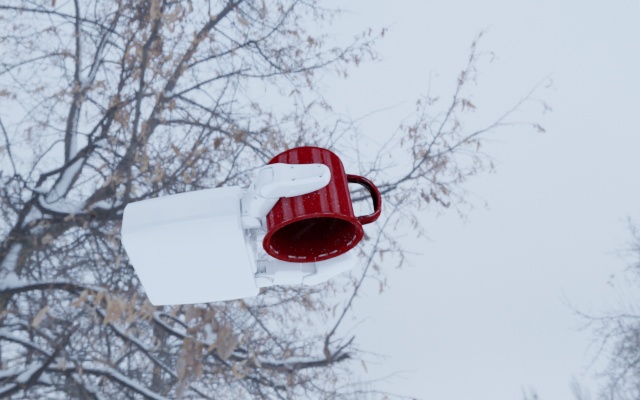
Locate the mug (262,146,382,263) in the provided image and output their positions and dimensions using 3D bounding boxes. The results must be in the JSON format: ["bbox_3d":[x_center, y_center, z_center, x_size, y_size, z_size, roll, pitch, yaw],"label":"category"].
[{"bbox_3d":[0.001,0.001,0.455,0.117,0.081,0.093,-7,-32,-4],"label":"mug"}]
